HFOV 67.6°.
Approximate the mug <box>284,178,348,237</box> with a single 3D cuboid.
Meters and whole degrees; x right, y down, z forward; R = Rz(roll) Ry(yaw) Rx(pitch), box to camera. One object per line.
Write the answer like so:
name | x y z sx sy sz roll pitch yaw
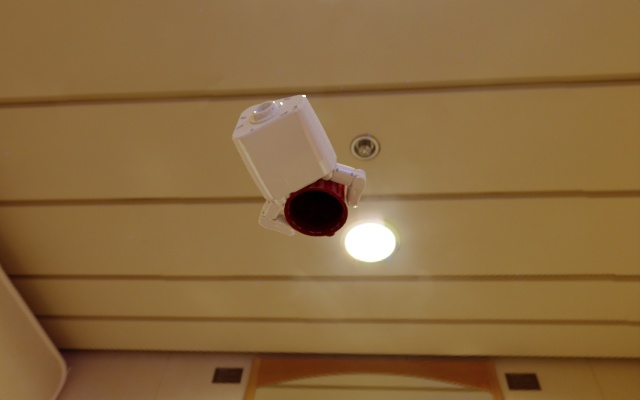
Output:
mug | 0.001 0.003 0.726 0.093 0.117 0.081 -15 36 16
